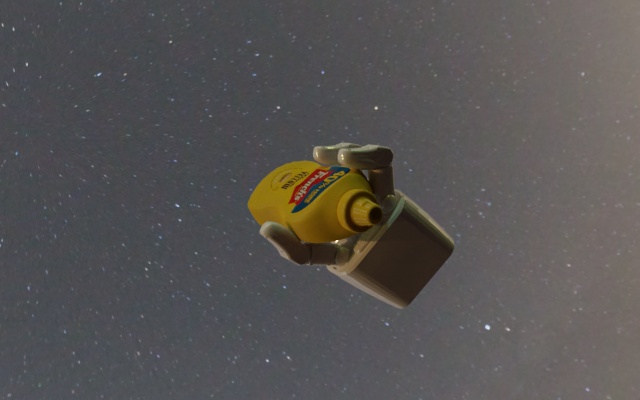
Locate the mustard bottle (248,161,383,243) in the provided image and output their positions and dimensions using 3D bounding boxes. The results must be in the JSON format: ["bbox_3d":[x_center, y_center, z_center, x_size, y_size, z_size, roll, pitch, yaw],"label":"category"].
[{"bbox_3d":[0.000,0.001,0.506,0.096,0.058,0.191,-38,25,-21],"label":"mustard bottle"}]
